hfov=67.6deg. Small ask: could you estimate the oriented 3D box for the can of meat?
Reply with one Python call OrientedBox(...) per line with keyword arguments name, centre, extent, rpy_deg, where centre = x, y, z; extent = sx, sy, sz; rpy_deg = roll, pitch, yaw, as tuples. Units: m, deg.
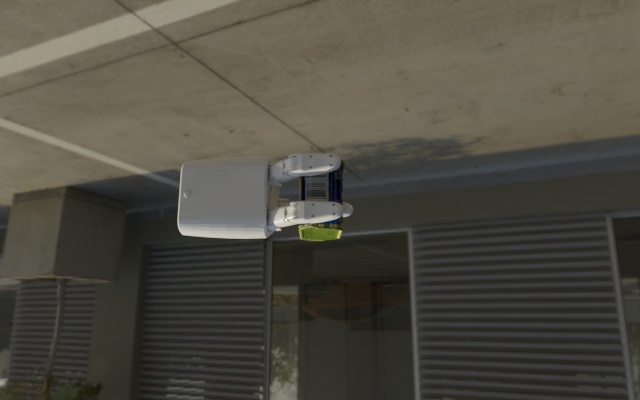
OrientedBox(name="can of meat", centre=(0.000, 0.002, 0.587), extent=(0.057, 0.084, 0.102), rpy_deg=(1, -13, 0))
